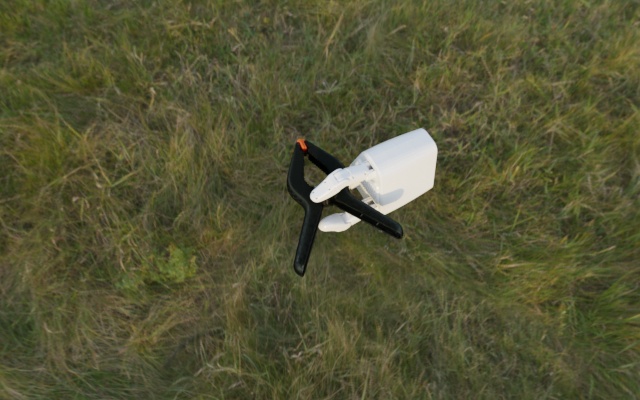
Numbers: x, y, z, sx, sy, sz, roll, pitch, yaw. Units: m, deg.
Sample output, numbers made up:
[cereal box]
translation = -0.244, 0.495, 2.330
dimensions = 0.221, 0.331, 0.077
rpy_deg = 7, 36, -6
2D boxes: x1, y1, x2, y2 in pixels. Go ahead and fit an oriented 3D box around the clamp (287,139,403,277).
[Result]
[clamp]
translation = 0.000, 0.001, 0.702
dimensions = 0.164, 0.210, 0.036
rpy_deg = -26, -23, -14
